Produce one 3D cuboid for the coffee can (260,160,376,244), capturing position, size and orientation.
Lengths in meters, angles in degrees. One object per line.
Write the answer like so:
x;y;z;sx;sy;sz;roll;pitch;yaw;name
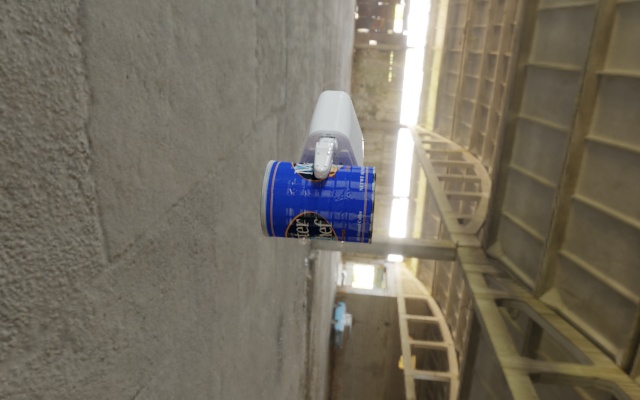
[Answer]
0.000;0.002;0.631;0.140;0.103;0.103;4;0;5;coffee can
